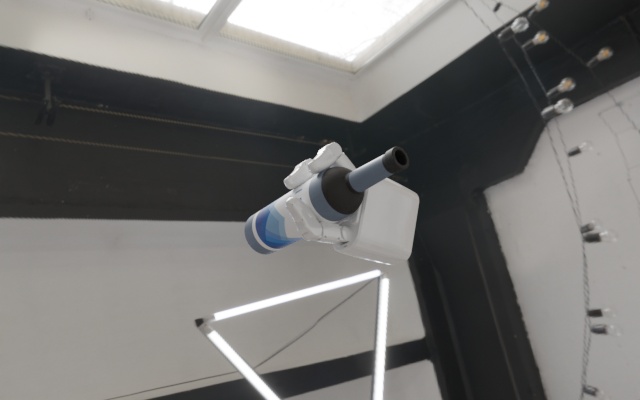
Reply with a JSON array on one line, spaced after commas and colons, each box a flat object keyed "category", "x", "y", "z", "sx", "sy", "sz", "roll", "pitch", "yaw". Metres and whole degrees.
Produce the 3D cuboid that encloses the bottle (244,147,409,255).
[{"category": "bottle", "x": 0.000, "y": 0.002, "z": 0.636, "sx": 0.069, "sy": 0.069, "sz": 0.296, "roll": 0, "pitch": -20, "yaw": -40}]
